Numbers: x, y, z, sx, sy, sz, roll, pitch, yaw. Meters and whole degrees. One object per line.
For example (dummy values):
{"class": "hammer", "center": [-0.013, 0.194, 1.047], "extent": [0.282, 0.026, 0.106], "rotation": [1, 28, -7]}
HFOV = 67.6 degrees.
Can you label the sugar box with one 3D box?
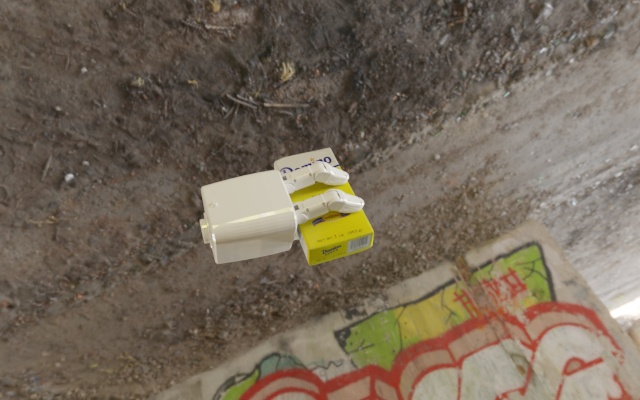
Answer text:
{"class": "sugar box", "center": [0.000, 0.002, 0.683], "extent": [0.093, 0.176, 0.048], "rotation": [-14, -38, -13]}
